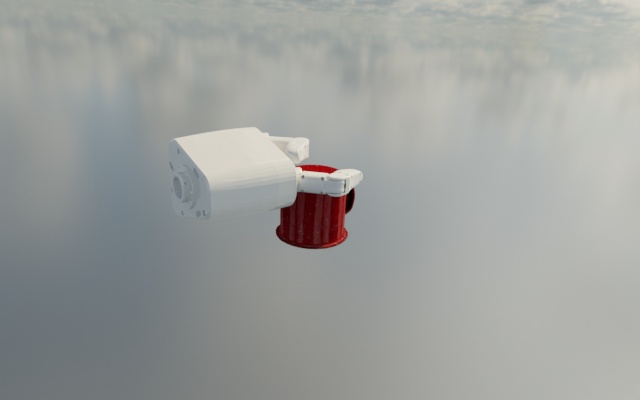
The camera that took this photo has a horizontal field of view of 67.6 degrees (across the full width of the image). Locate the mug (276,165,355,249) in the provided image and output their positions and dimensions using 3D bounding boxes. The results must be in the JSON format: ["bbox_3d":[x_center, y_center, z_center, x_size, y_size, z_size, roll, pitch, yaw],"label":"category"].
[{"bbox_3d":[0.001,0.002,0.607,0.117,0.081,0.093,-14,27,-37],"label":"mug"}]
